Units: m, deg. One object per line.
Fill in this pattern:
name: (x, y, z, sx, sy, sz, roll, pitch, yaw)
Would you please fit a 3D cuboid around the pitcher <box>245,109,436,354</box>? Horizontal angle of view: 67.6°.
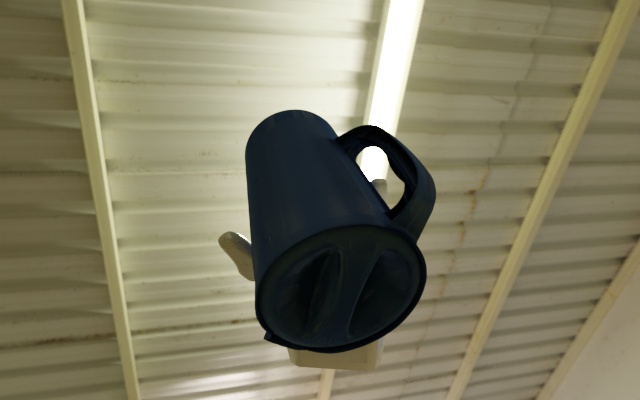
pitcher: (0.000, 0.002, 0.446, 0.149, 0.145, 0.242, -11, 36, -8)
